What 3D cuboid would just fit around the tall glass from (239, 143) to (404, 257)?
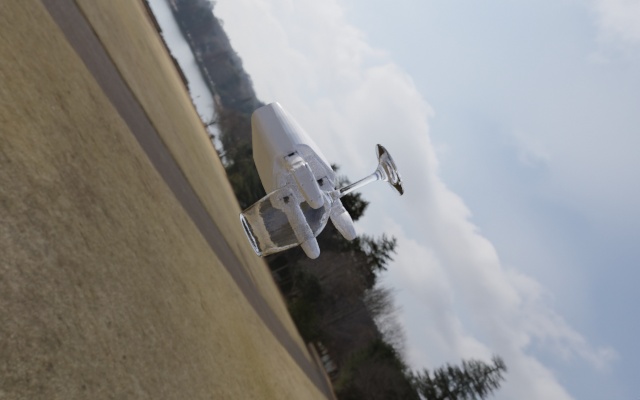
[{"bbox_3d":[0.001,0.002,0.610,0.201,0.079,0.079,-25,2,-5],"label":"tall glass"}]
